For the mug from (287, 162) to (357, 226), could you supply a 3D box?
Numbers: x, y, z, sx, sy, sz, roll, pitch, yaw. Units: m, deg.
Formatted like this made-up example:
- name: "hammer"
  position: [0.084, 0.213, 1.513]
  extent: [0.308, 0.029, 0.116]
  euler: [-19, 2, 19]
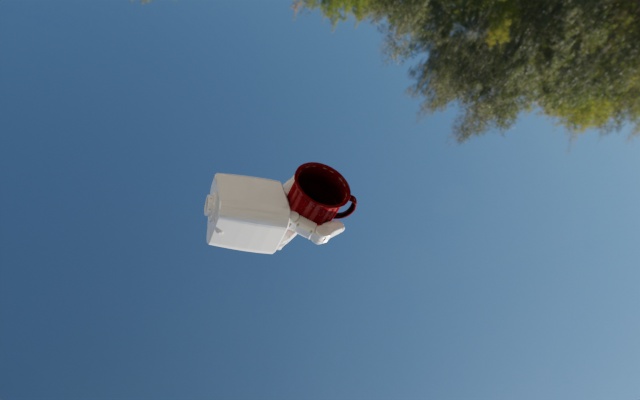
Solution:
- name: "mug"
  position: [0.001, 0.003, 0.759]
  extent: [0.117, 0.093, 0.081]
  euler: [10, -44, -21]
